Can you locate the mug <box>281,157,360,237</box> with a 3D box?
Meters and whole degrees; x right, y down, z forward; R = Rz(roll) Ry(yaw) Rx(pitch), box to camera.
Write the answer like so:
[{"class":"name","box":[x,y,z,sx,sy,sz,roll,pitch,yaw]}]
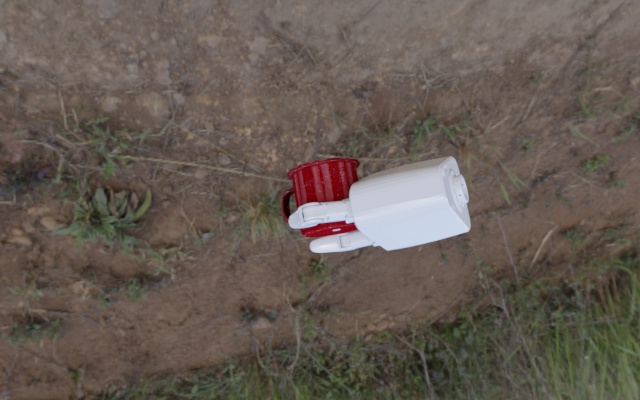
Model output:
[{"class":"mug","box":[-0.001,0.003,0.600,0.117,0.081,0.093,-15,-12,27]}]
